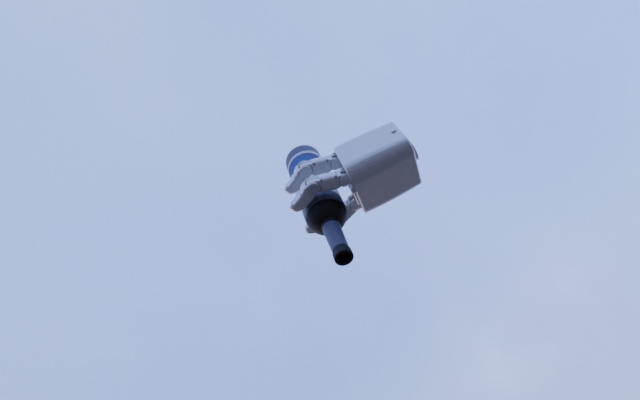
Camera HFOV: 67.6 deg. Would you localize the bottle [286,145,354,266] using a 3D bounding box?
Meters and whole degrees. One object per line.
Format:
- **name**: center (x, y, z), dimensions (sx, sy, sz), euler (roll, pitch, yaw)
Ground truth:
- **bottle**: center (0.000, 0.002, 0.771), dimensions (0.069, 0.069, 0.295), euler (0, 31, -15)
